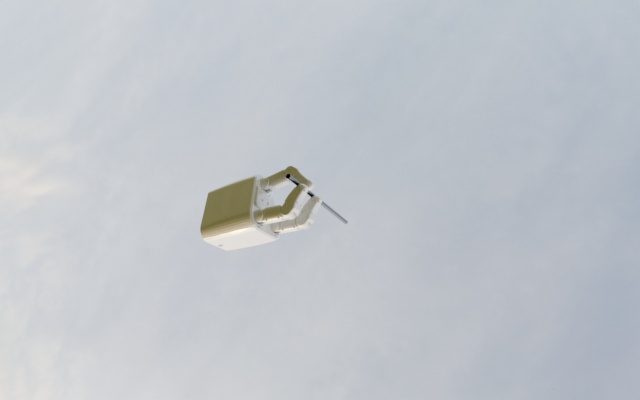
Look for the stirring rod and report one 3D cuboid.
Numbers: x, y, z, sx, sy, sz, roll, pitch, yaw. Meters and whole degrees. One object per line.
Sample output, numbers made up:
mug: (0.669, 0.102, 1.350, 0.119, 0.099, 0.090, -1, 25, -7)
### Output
stirring rod: (0.000, 0.003, 0.836, 0.011, 0.011, 0.240, 0, -20, 26)
